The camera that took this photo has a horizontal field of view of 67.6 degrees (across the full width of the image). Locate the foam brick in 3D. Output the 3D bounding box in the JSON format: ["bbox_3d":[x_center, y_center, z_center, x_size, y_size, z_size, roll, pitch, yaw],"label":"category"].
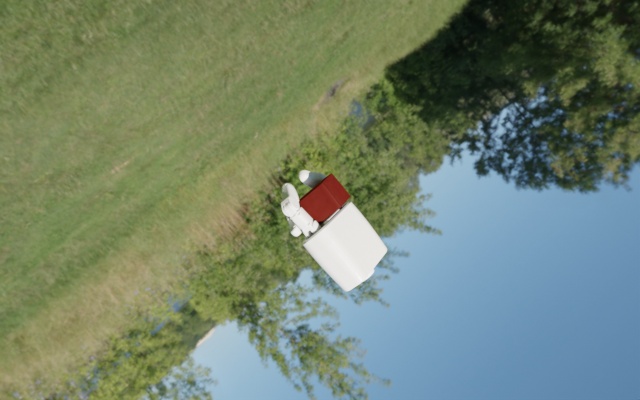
[{"bbox_3d":[0.000,0.002,0.772,0.078,0.051,0.053,-39,1,28],"label":"foam brick"}]
